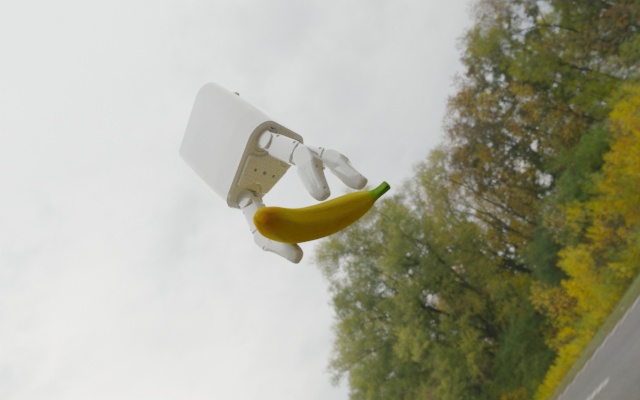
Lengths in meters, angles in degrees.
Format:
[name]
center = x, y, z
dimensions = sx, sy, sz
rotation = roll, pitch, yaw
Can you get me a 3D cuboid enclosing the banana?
[banana]
center = -0.005, 0.015, 0.511
dimensions = 0.198, 0.070, 0.037
rotation = -16, 53, -46
